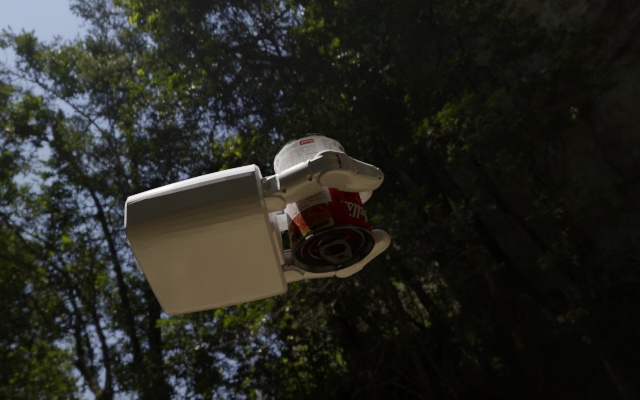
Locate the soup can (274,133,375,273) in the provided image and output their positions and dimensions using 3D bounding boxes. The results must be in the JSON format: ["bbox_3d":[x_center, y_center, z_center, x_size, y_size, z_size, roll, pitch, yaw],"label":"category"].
[{"bbox_3d":[0.000,0.001,0.409,0.068,0.102,0.069,-10,-36,-7],"label":"soup can"}]
